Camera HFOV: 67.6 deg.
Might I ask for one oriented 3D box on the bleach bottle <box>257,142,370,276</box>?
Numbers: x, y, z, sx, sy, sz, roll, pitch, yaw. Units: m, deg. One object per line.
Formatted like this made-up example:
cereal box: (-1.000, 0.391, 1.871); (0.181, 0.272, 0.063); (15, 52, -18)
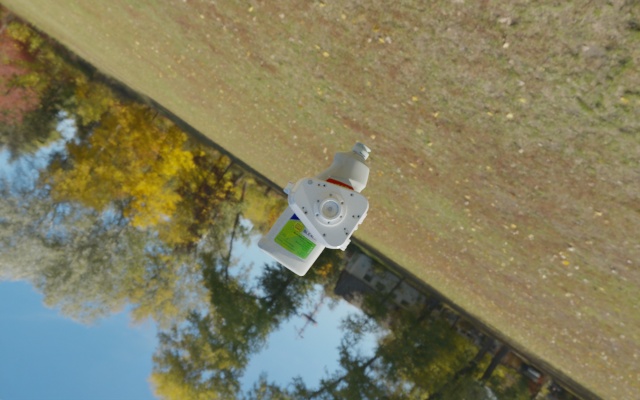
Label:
bleach bottle: (0.000, 0.003, 0.842); (0.102, 0.251, 0.068); (34, -3, -3)
